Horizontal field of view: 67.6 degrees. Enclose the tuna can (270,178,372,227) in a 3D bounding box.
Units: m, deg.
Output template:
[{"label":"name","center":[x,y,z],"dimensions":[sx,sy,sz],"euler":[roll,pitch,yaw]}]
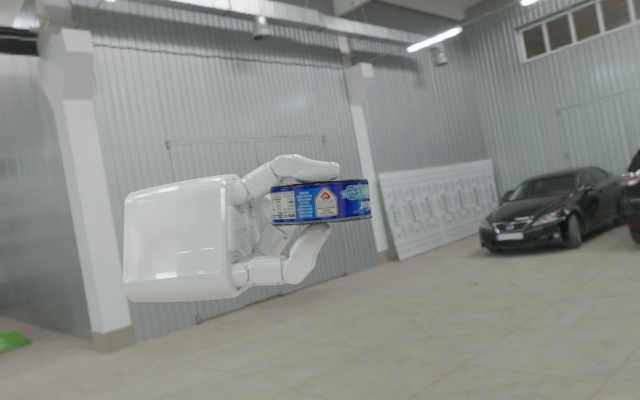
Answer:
[{"label":"tuna can","center":[0.000,0.001,0.408],"dimensions":[0.086,0.034,0.086],"euler":[-5,0,0]}]
